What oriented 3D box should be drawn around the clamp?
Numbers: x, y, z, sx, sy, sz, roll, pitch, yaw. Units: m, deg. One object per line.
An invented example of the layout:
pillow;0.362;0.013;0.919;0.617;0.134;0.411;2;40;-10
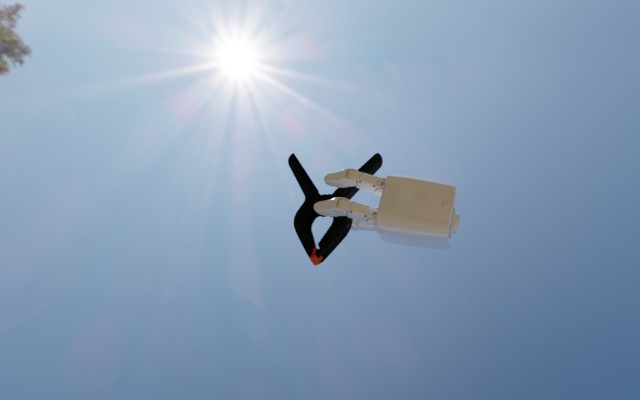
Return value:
clamp;0.000;0.003;0.775;0.164;0.210;0.036;7;-30;21
